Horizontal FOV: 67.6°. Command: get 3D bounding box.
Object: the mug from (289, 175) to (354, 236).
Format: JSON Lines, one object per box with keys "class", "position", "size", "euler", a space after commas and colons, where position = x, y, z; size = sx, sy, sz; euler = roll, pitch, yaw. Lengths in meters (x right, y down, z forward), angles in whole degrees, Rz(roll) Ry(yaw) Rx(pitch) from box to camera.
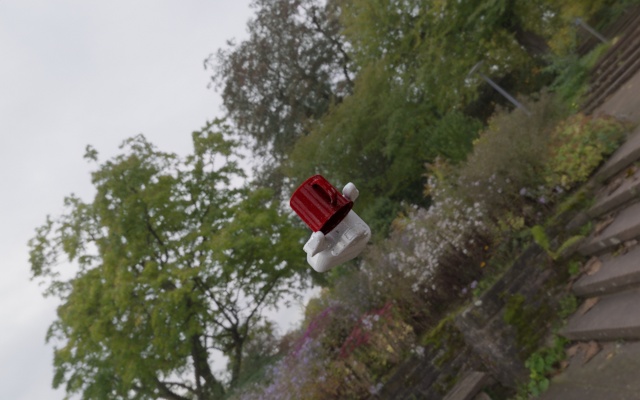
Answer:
{"class": "mug", "position": [0.000, 0.002, 0.846], "size": [0.093, 0.081, 0.117], "euler": [-39, -16, -23]}
